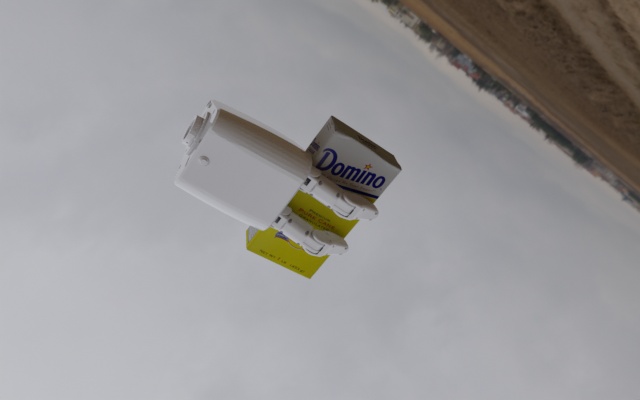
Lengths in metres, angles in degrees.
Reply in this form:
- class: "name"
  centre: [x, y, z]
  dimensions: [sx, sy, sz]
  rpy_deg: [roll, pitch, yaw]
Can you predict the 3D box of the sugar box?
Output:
- class: "sugar box"
  centre: [0.000, 0.002, 0.543]
  dimensions: [0.093, 0.176, 0.048]
  rpy_deg: [28, 25, -23]
